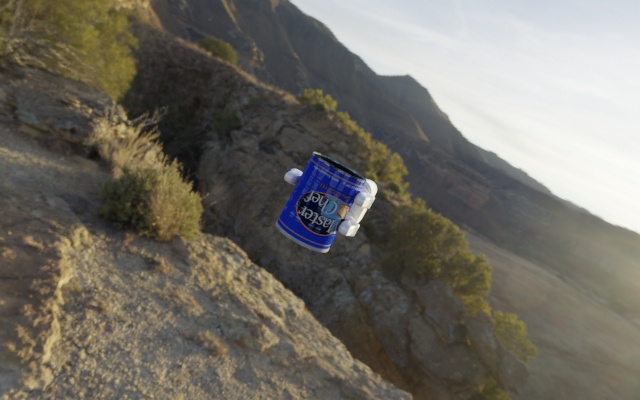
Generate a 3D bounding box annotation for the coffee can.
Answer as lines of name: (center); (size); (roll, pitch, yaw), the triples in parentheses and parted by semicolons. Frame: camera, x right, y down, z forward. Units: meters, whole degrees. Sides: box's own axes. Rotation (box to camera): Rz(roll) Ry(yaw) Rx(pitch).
coffee can: (0.000, 0.003, 0.812); (0.103, 0.140, 0.102); (27, 11, -6)
